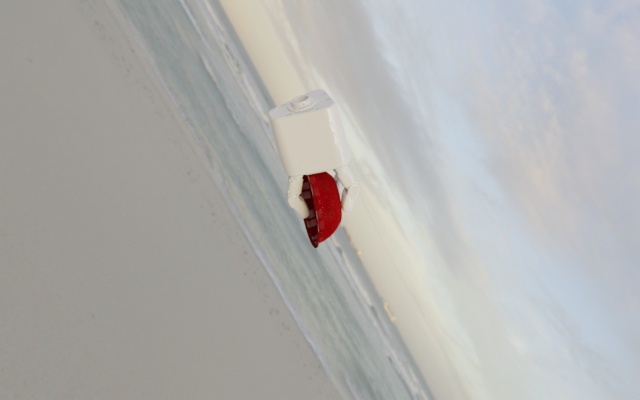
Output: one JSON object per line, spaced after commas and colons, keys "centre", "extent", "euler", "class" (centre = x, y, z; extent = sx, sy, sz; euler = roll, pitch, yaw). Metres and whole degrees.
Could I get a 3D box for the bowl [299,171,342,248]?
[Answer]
{"centre": [0.001, 0.004, 0.868], "extent": [0.055, 0.162, 0.162], "euler": [-10, 2, -11], "class": "bowl"}
